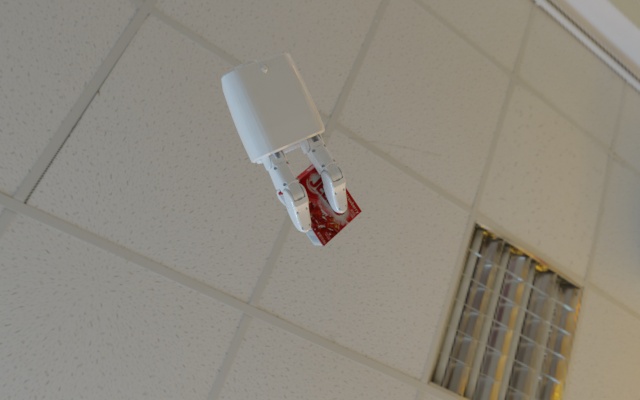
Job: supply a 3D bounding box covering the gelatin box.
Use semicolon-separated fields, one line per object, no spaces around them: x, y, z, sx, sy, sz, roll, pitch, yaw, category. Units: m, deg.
0.000;0.002;0.612;0.073;0.089;0.030;-41;17;-23;gelatin box
